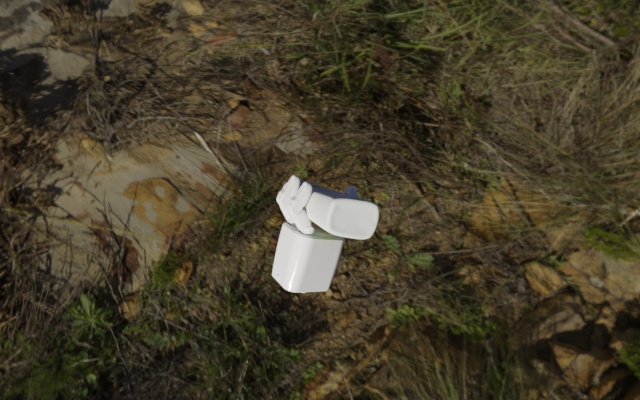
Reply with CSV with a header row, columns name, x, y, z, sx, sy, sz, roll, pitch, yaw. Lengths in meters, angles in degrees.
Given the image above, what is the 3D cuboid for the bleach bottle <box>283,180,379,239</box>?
name,x,y,z,sx,sy,sz,roll,pitch,yaw
bleach bottle,0.000,0.003,0.889,0.102,0.068,0.250,10,8,-28
